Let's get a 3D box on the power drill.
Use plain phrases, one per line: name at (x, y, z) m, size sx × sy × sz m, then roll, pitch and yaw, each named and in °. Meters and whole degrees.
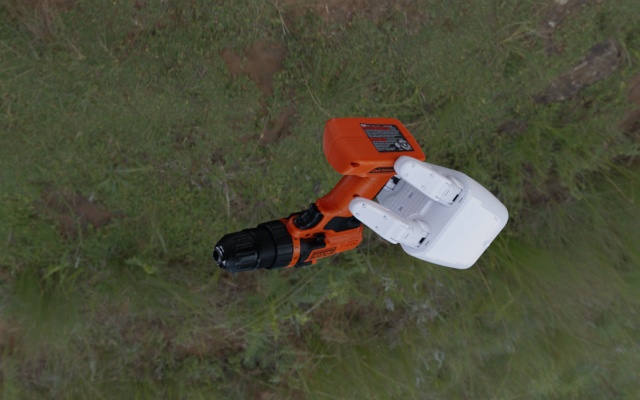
power drill at (0.001, 0.001, 0.472) m, size 0.184 × 0.057 × 0.188 m, roll -10°, pitch -30°, yaw -40°
